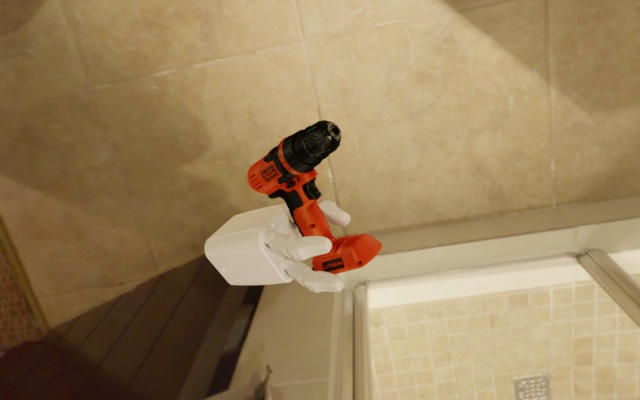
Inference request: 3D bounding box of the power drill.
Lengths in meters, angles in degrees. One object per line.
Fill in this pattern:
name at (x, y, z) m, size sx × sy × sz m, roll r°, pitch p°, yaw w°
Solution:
power drill at (0.000, 0.003, 0.619) m, size 0.057 × 0.187 × 0.184 m, roll -36°, pitch 7°, yaw -38°
